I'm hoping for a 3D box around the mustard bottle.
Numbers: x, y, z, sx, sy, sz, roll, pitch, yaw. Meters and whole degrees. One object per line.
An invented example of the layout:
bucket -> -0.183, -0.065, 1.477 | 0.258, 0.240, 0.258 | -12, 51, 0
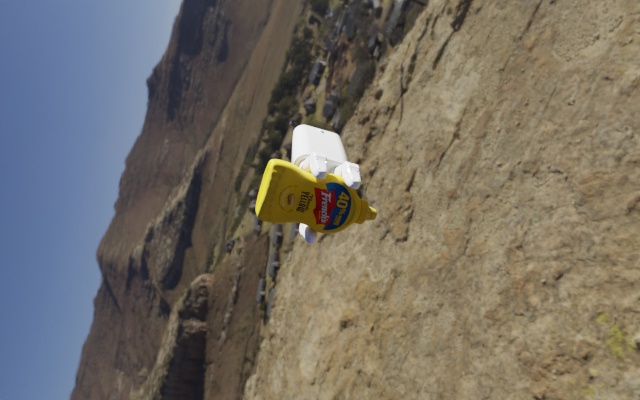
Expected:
mustard bottle -> 0.000, 0.003, 0.759 | 0.191, 0.096, 0.058 | 13, 13, -17
